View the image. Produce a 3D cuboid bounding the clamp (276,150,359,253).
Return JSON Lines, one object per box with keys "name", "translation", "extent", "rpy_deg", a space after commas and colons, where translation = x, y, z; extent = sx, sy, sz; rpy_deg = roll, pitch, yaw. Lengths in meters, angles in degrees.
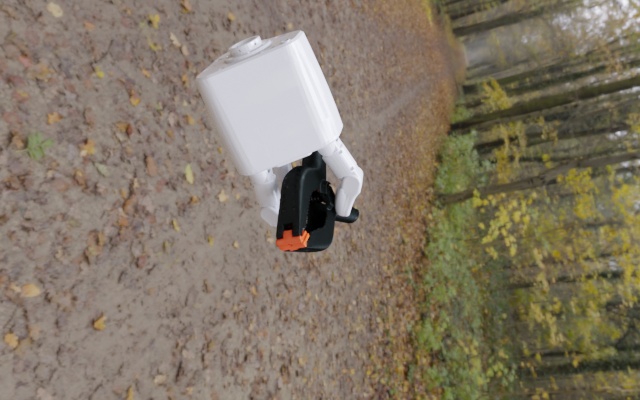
{"name": "clamp", "translation": [0.001, 0.002, 0.540], "extent": [0.036, 0.165, 0.209], "rpy_deg": [-13, 30, 21]}
